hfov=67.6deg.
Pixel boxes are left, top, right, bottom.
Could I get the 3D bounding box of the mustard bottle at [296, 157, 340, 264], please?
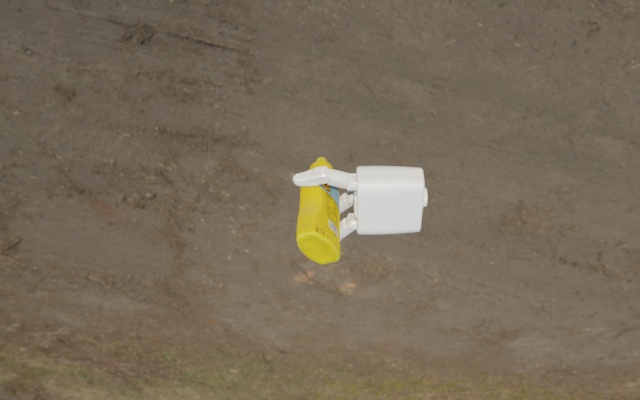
[{"bbox_3d":[0.000,0.003,0.798,0.058,0.191,0.096,-16,-41,23],"label":"mustard bottle"}]
